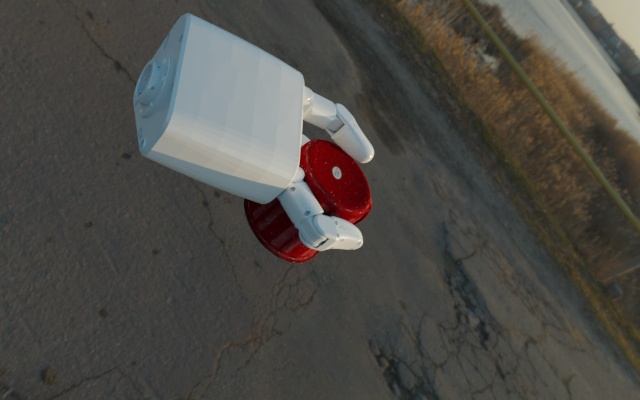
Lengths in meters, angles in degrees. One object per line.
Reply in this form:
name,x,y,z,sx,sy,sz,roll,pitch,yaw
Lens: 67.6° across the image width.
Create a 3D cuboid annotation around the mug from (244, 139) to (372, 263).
mug,0.001,0.002,0.444,0.117,0.093,0.081,20,-45,-38
